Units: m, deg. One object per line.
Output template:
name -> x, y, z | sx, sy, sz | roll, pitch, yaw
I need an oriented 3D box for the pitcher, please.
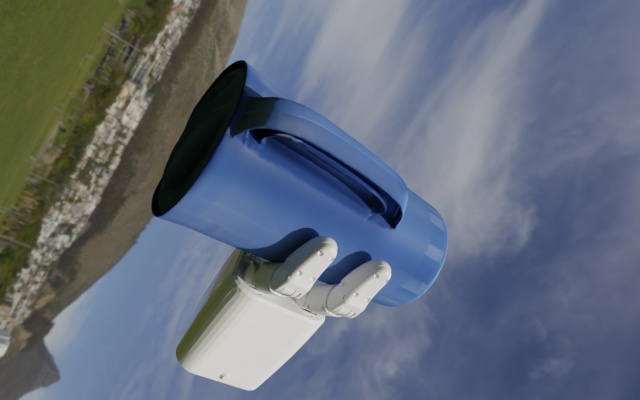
pitcher -> 0.000, 0.001, 0.402 | 0.243, 0.145, 0.149 | 30, 20, -28
